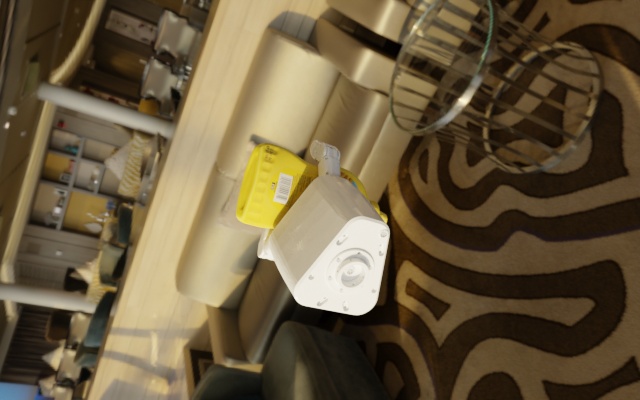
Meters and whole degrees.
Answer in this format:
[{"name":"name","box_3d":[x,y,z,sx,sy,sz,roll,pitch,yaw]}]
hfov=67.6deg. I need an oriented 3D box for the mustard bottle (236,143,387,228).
[{"name":"mustard bottle","box_3d":[0.000,0.002,0.586,0.191,0.096,0.058,16,-7,-24]}]
